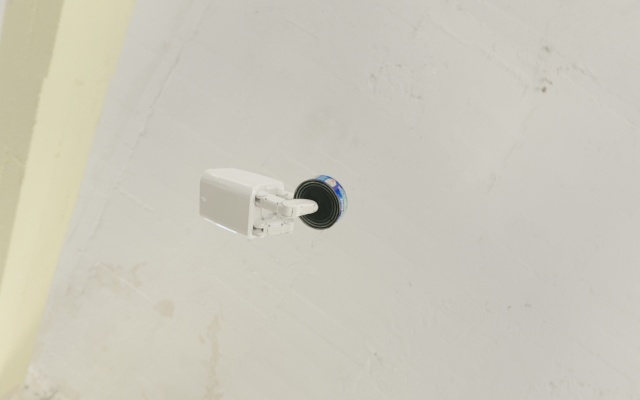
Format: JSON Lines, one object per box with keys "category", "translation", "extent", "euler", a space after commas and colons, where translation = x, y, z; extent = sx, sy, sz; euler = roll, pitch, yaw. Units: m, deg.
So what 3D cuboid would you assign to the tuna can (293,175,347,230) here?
{"category": "tuna can", "translation": [0.000, 0.002, 0.779], "extent": [0.086, 0.086, 0.033], "euler": [0, 18, 29]}
